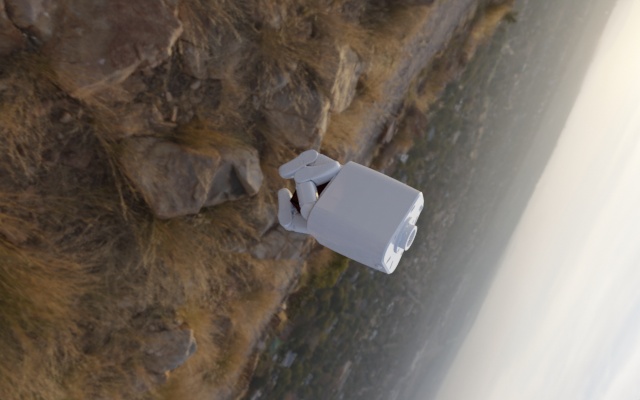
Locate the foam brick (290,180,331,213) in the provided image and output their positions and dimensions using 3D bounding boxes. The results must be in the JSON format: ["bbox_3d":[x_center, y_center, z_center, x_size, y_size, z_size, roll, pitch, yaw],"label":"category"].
[{"bbox_3d":[0.000,0.002,0.672,0.051,0.053,0.078,23,-13,22],"label":"foam brick"}]
